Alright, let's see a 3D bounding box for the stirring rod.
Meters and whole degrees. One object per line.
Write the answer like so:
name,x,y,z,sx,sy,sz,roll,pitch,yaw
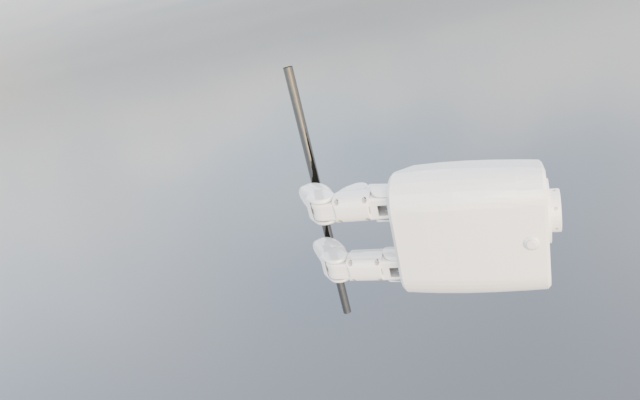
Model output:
stirring rod,0.000,0.001,0.428,0.011,0.240,0.011,-12,22,5
